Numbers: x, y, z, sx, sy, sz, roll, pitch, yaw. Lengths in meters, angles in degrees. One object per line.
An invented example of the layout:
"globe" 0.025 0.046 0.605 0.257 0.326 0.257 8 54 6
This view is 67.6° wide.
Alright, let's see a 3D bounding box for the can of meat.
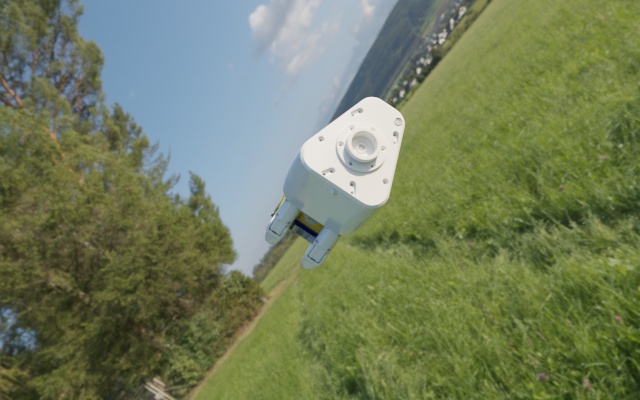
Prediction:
"can of meat" 0.000 0.002 0.589 0.084 0.102 0.057 34 -16 -1
